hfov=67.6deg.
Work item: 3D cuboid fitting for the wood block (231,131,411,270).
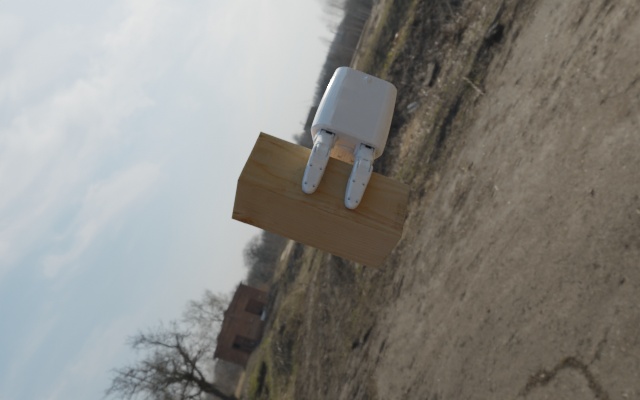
[{"bbox_3d":[0.000,0.002,0.624,0.206,0.090,0.091,20,-36,-3],"label":"wood block"}]
